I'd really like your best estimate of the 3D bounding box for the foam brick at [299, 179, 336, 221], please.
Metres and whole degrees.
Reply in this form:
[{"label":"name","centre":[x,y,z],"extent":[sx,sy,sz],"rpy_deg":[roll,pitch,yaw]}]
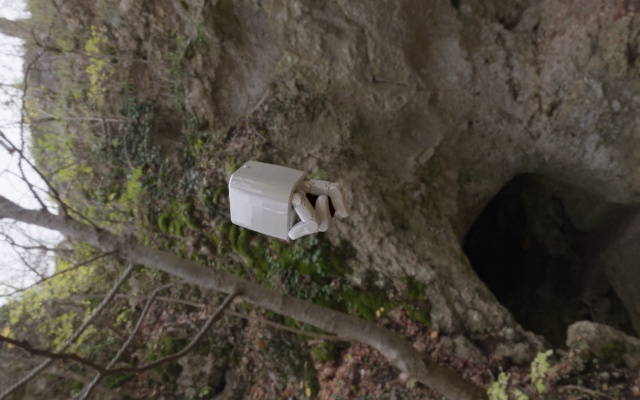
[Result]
[{"label":"foam brick","centre":[0.000,0.003,0.839],"extent":[0.051,0.053,0.078],"rpy_deg":[12,26,10]}]
